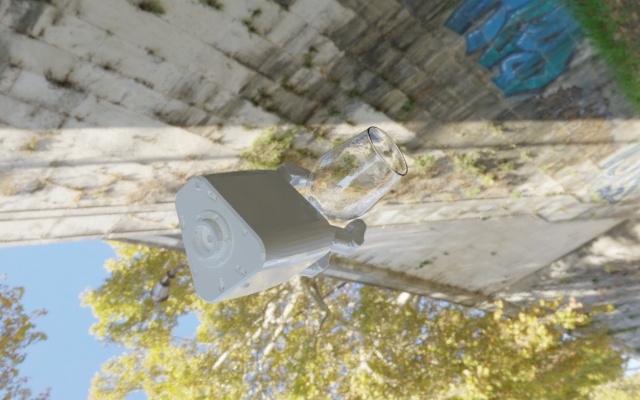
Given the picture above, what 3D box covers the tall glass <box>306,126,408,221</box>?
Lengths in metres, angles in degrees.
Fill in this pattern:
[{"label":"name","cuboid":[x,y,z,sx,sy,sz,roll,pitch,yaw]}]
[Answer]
[{"label":"tall glass","cuboid":[0.000,0.002,0.533,0.201,0.079,0.079,-37,-20,29]}]
